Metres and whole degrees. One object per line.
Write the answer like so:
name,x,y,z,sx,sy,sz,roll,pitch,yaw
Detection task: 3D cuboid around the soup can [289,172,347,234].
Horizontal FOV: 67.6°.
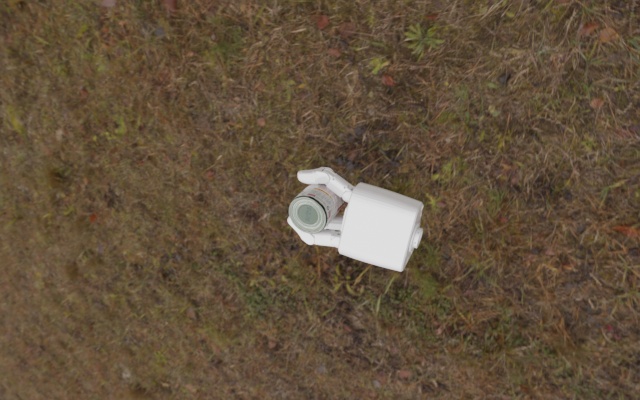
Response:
soup can,0.000,0.002,0.780,0.068,0.068,0.102,0,25,27
